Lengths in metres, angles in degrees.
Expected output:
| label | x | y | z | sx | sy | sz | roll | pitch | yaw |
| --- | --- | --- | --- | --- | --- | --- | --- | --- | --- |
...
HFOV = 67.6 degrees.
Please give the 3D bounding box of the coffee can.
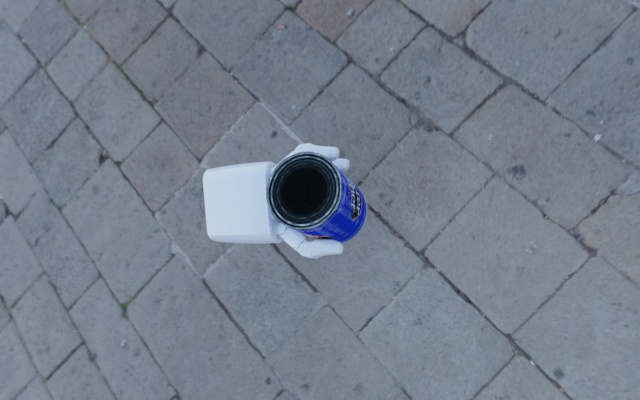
| label | x | y | z | sx | sy | sz | roll | pitch | yaw |
| --- | --- | --- | --- | --- | --- | --- | --- | --- | --- |
| coffee can | 0.000 | 0.002 | 0.662 | 0.103 | 0.102 | 0.140 | 0 | -13 | 19 |
